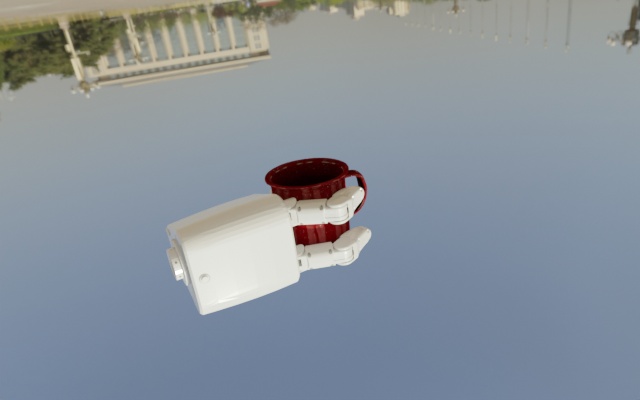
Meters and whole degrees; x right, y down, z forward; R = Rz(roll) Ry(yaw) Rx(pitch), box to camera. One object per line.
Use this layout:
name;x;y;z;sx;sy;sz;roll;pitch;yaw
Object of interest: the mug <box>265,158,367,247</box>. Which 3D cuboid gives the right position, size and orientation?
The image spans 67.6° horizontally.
mug;0.001;0.002;0.543;0.117;0.081;0.093;-18;25;-22
